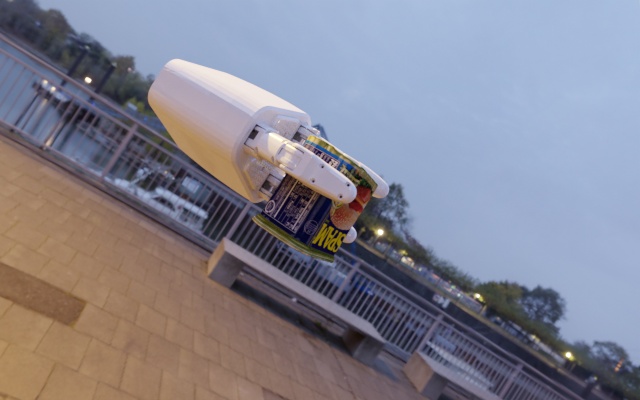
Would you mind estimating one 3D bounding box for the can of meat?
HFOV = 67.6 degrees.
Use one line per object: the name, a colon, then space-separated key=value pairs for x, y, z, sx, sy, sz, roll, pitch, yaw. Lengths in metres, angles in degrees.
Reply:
can of meat: x=0.000 y=0.001 z=0.413 sx=0.057 sy=0.084 sz=0.102 roll=32 pitch=-1 yaw=22
